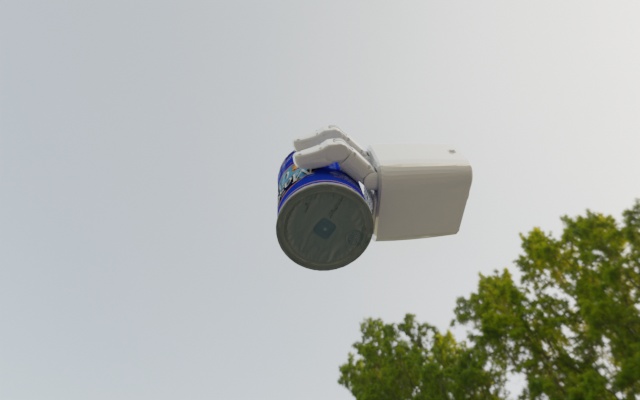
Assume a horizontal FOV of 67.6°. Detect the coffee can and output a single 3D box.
[{"bbox_3d":[0.000,0.002,0.560,0.103,0.103,0.140,0,24,-4],"label":"coffee can"}]
